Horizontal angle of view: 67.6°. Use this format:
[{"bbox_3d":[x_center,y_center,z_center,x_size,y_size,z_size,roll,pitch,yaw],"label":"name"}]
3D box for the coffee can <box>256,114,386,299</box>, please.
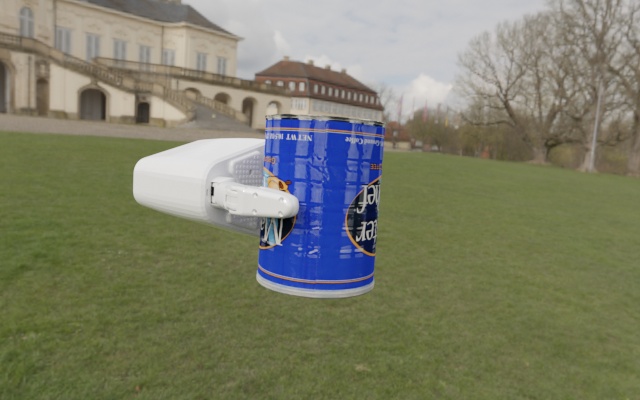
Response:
[{"bbox_3d":[0.000,0.002,0.410,0.103,0.140,0.103,4,6,0],"label":"coffee can"}]
